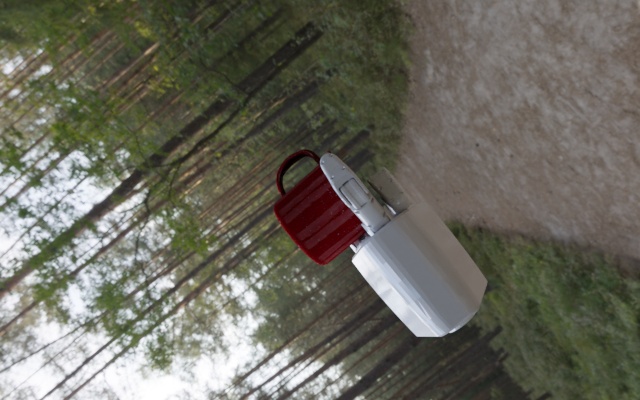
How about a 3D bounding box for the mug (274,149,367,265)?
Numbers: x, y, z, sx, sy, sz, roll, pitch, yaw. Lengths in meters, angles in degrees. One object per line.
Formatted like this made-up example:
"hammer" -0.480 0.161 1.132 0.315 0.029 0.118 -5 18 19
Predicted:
"mug" -0.001 0.001 0.483 0.081 0.117 0.093 -40 -11 5
